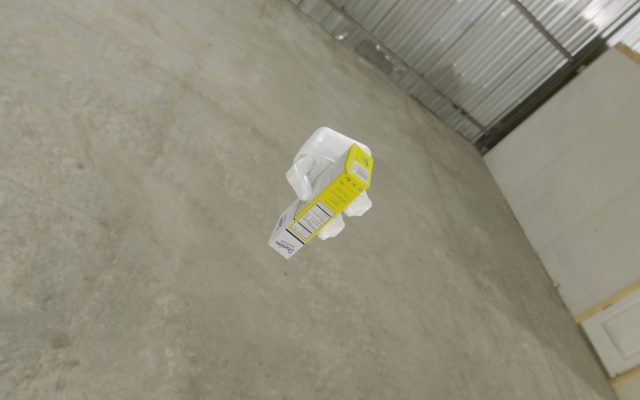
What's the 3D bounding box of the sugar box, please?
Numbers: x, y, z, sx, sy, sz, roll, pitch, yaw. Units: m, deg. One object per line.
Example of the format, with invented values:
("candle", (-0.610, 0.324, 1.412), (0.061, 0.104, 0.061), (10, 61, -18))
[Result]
("sugar box", (0.001, 0.002, 0.699), (0.048, 0.176, 0.093), (38, 29, -11))
